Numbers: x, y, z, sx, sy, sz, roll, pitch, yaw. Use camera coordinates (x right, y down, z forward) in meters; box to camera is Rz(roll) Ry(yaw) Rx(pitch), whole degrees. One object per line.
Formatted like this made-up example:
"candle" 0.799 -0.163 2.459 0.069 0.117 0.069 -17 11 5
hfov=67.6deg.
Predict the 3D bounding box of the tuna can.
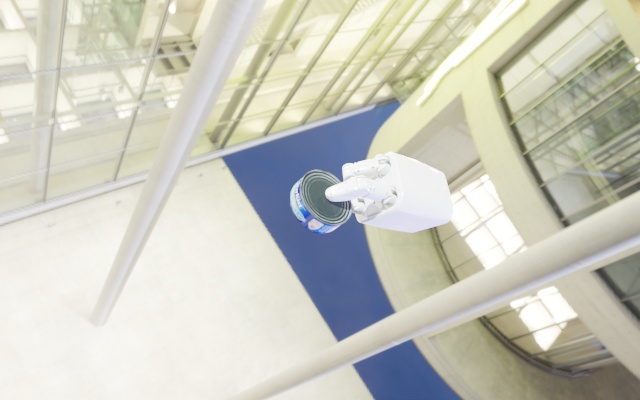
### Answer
"tuna can" 0.000 0.002 0.665 0.086 0.086 0.034 0 -27 -39
